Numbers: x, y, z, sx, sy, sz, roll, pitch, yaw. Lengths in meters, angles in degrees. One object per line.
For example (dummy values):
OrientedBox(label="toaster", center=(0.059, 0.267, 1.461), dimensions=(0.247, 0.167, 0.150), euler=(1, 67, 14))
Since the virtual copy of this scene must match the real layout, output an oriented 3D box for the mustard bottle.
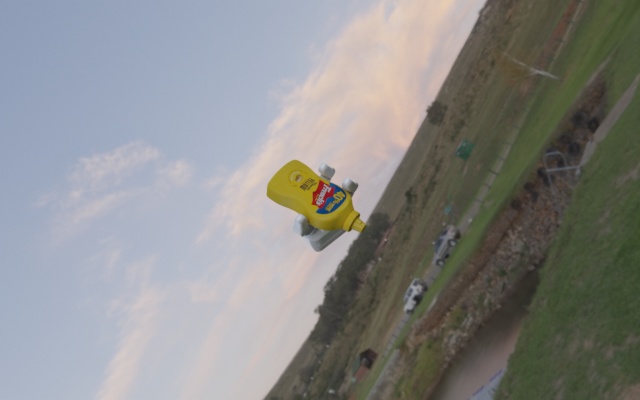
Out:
OrientedBox(label="mustard bottle", center=(0.000, 0.003, 0.887), dimensions=(0.191, 0.058, 0.096), euler=(32, 51, 15))
